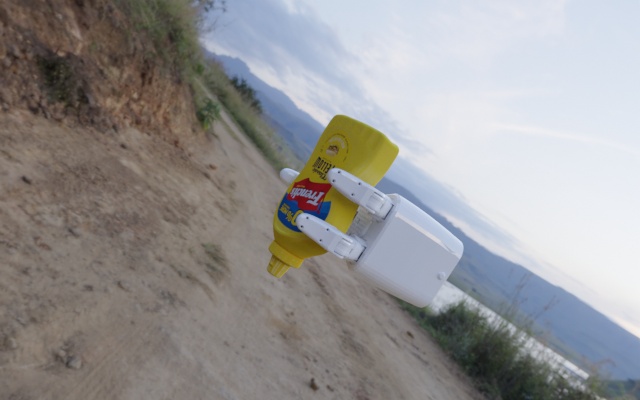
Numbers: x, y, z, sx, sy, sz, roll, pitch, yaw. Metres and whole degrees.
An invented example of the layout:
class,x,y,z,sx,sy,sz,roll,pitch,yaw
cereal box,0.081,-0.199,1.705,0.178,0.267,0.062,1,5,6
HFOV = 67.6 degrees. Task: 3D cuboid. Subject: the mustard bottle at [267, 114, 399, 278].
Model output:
class,x,y,z,sx,sy,sz,roll,pitch,yaw
mustard bottle,0.000,0.001,0.528,0.058,0.191,0.096,31,2,-43
